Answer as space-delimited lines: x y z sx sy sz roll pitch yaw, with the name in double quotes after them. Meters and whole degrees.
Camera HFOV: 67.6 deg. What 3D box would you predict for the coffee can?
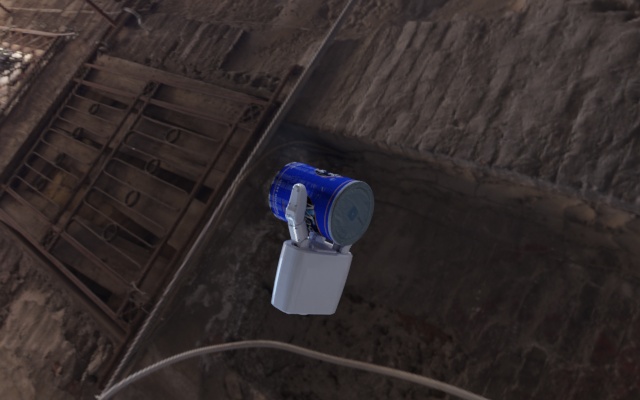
0.000 0.002 0.770 0.140 0.103 0.103 20 13 40 "coffee can"
